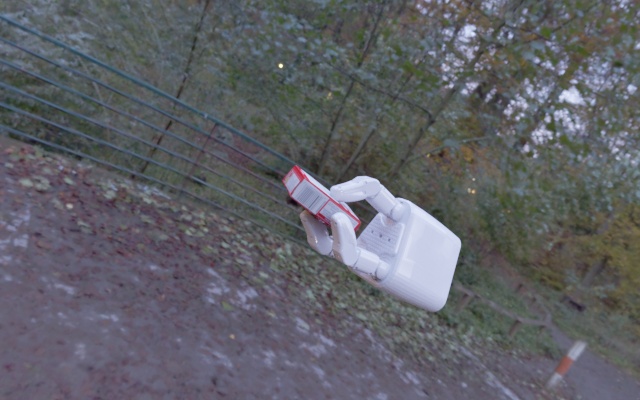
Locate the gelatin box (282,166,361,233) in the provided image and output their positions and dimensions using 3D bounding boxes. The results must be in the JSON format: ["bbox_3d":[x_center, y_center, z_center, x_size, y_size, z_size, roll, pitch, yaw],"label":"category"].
[{"bbox_3d":[0.000,0.001,0.563,0.089,0.030,0.073,38,6,-19],"label":"gelatin box"}]
